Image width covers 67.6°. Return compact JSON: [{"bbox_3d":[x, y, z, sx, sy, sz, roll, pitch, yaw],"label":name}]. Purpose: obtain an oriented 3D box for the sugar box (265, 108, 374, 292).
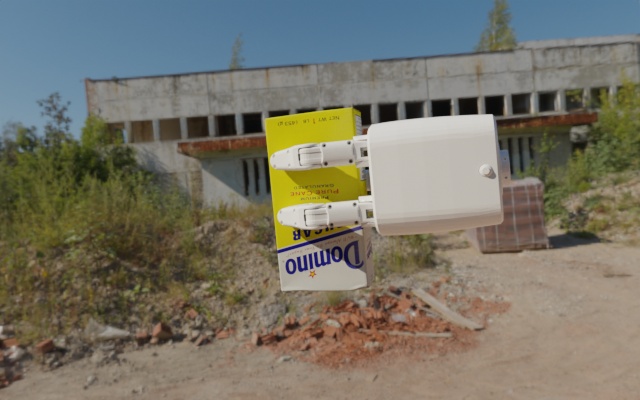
[{"bbox_3d":[0.000,0.001,0.481,0.093,0.176,0.048,-5,1,16],"label":"sugar box"}]
